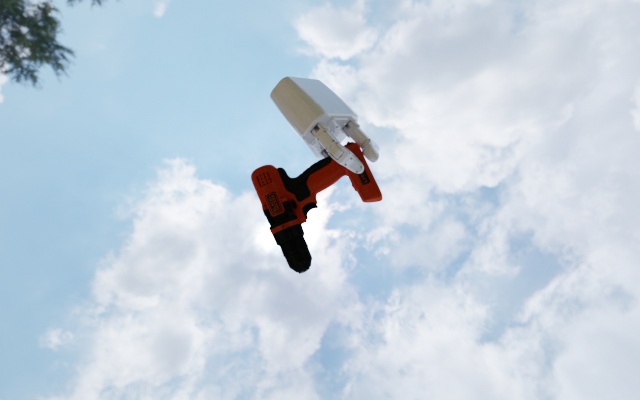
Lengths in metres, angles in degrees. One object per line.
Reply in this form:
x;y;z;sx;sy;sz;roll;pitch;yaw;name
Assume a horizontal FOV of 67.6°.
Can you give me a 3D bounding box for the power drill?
0.000;0.002;0.765;0.187;0.184;0.057;-24;-4;1;power drill
